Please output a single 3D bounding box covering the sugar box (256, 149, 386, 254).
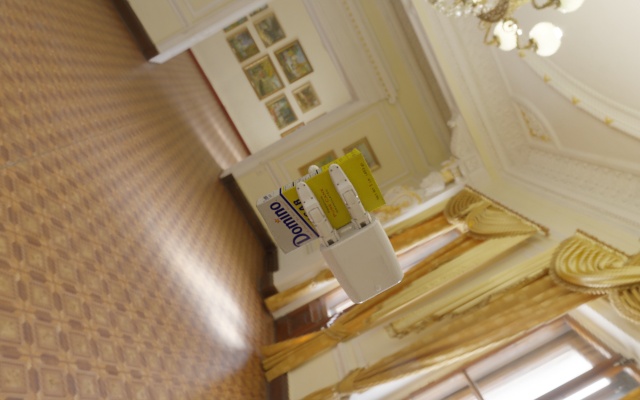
[{"bbox_3d":[0.000,0.003,0.730,0.176,0.093,0.048,-29,16,1],"label":"sugar box"}]
